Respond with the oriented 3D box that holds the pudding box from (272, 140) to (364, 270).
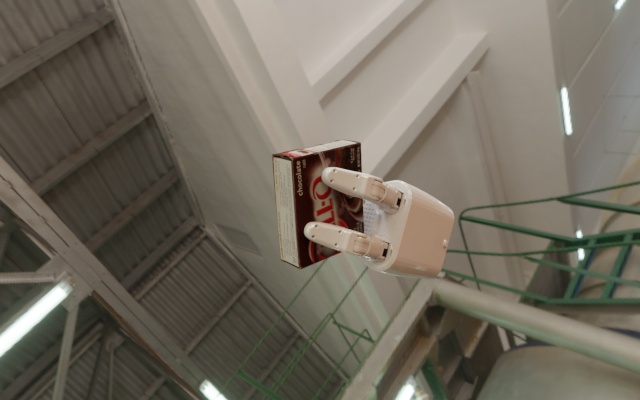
[{"bbox_3d":[0.000,0.002,0.479,0.090,0.113,0.039,-18,20,-39],"label":"pudding box"}]
